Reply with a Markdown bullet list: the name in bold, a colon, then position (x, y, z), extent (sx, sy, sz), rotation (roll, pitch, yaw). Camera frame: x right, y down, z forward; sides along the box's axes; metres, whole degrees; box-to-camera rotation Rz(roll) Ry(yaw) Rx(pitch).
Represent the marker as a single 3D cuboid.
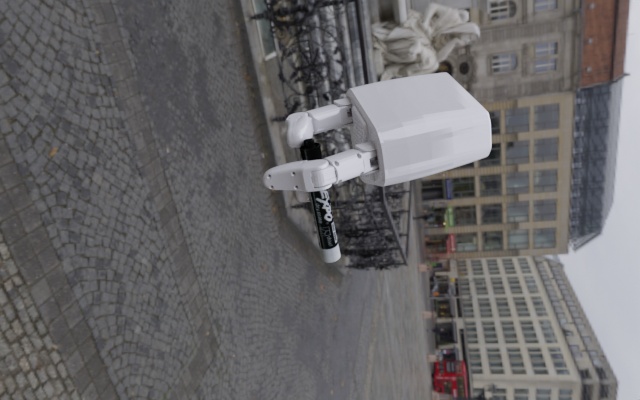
- **marker**: position (0.000, 0.001, 0.438), extent (0.020, 0.121, 0.020), rotation (-9, 24, 4)
